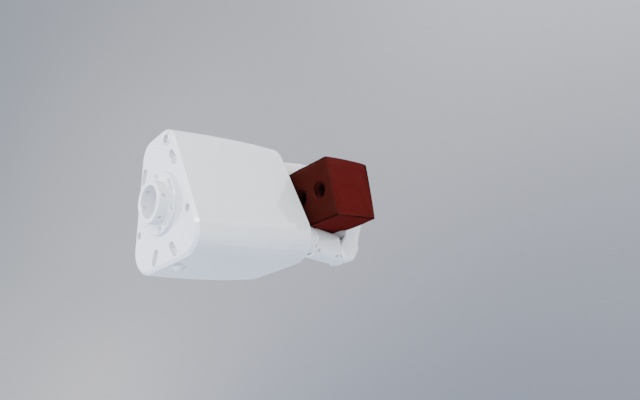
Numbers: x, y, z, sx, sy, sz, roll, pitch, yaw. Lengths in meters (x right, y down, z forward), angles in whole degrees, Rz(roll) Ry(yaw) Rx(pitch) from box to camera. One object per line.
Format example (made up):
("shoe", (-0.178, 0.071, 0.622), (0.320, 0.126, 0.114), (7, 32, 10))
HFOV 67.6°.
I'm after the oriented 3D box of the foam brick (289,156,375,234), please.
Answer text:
("foam brick", (0.000, 0.001, 0.425), (0.078, 0.053, 0.051), (-25, -23, 39))
